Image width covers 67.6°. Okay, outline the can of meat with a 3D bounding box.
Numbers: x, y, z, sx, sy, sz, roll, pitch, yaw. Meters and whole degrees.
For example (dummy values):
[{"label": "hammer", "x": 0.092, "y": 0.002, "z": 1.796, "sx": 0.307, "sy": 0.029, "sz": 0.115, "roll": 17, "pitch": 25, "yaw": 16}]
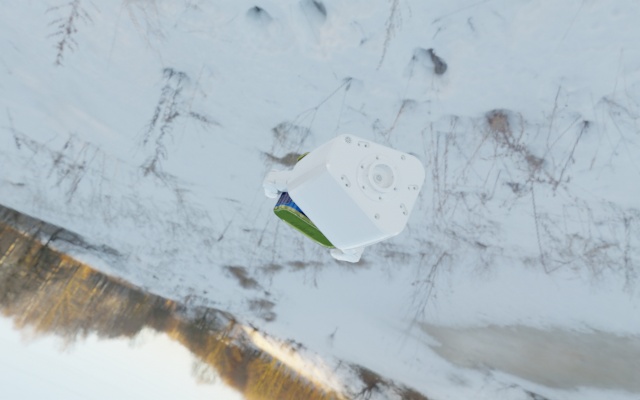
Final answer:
[{"label": "can of meat", "x": 0.000, "y": 0.002, "z": 0.612, "sx": 0.102, "sy": 0.084, "sz": 0.057, "roll": 33, "pitch": -22, "yaw": -17}]
